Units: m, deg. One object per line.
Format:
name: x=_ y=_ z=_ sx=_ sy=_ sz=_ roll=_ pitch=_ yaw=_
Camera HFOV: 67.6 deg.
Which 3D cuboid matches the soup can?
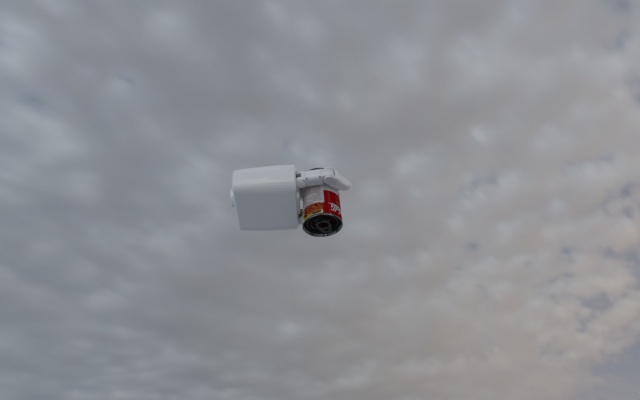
soup can: x=0.001 y=0.002 z=0.827 sx=0.068 sy=0.102 sz=0.069 roll=-3 pitch=-37 yaw=-2
